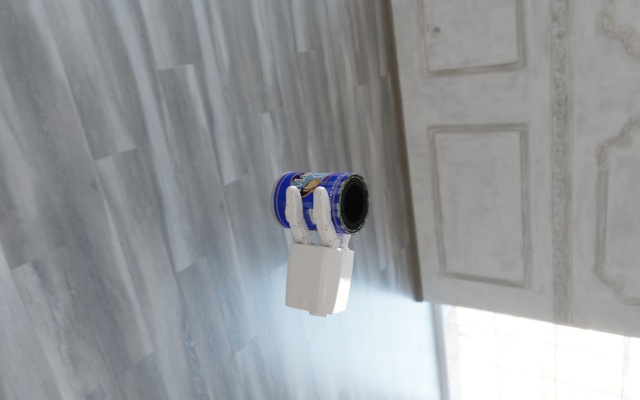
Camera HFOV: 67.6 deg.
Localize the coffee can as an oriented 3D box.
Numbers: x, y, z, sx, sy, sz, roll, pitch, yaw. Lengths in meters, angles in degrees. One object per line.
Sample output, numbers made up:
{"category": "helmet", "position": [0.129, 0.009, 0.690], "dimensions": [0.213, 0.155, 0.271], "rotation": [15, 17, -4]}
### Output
{"category": "coffee can", "position": [0.000, 0.003, 0.820], "dimensions": [0.140, 0.103, 0.103], "rotation": [3, 2, 35]}
